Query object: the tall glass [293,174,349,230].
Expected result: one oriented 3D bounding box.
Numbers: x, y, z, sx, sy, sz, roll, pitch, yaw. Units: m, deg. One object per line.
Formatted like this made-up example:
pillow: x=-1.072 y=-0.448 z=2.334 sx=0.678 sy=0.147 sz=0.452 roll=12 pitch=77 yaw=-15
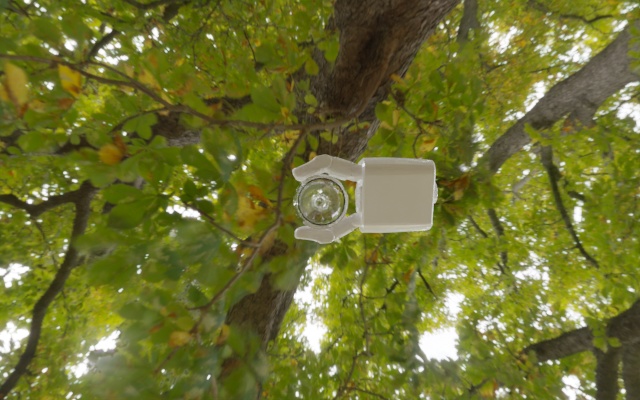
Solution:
tall glass: x=0.000 y=0.002 z=0.711 sx=0.079 sy=0.079 sz=0.201 roll=0 pitch=0 yaw=-1
